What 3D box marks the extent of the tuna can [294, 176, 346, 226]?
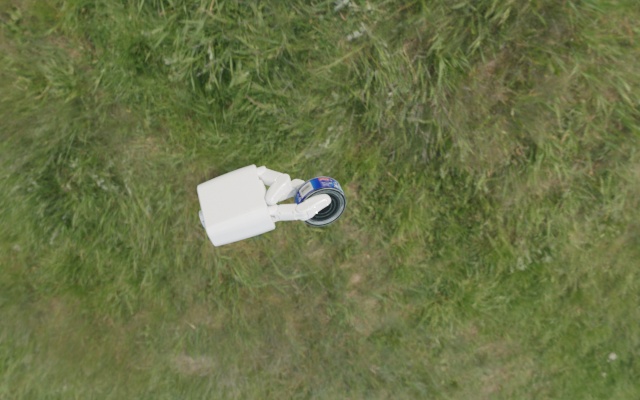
[{"bbox_3d":[0.000,0.003,0.817,0.086,0.086,0.033,0,37,-21],"label":"tuna can"}]
